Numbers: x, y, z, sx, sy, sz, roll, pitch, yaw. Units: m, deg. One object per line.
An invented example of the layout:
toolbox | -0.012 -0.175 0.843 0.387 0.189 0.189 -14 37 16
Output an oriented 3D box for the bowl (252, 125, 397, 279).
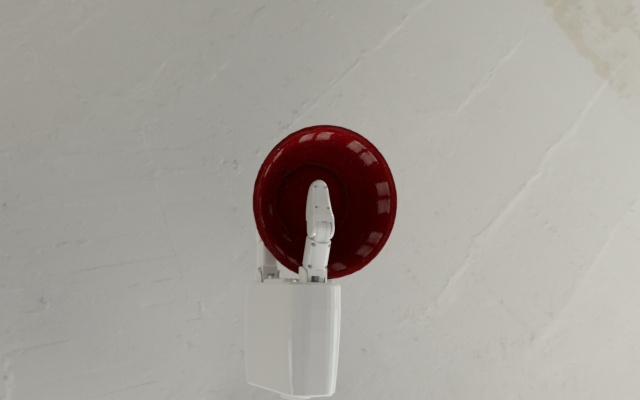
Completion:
bowl | 0.000 0.000 0.520 0.162 0.162 0.055 0 0 -21
